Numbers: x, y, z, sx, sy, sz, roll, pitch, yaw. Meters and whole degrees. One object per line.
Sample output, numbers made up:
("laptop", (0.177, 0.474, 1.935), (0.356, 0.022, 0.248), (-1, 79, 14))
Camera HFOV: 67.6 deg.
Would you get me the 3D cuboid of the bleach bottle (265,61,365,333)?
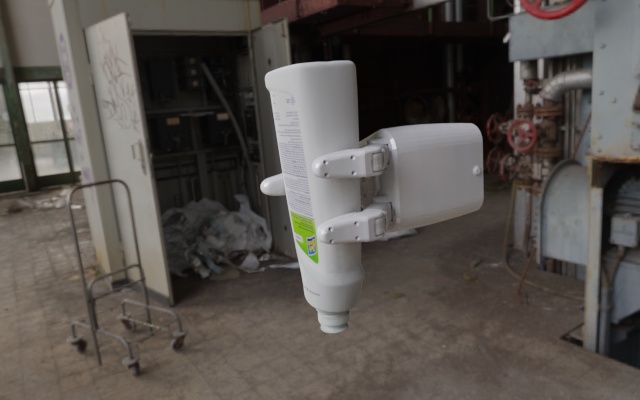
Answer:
("bleach bottle", (0.000, 0.001, 0.456), (0.068, 0.251, 0.102), (-9, 12, -21))
